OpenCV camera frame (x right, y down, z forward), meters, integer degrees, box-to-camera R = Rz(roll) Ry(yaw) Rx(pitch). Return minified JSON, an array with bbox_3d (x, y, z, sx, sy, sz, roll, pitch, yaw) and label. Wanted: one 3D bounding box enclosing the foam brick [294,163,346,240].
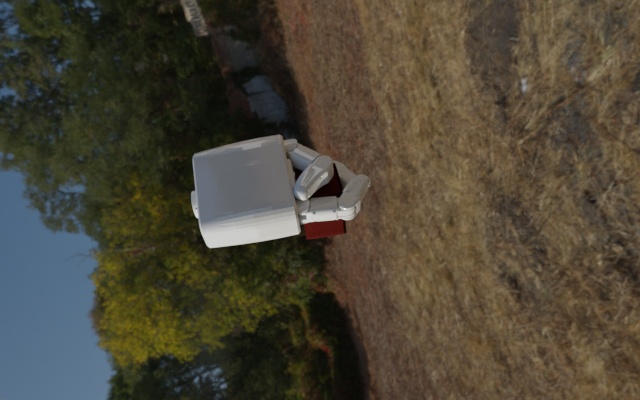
[{"bbox_3d":[0.000,0.002,0.580,0.051,0.053,0.078,-11,-41,-4],"label":"foam brick"}]
